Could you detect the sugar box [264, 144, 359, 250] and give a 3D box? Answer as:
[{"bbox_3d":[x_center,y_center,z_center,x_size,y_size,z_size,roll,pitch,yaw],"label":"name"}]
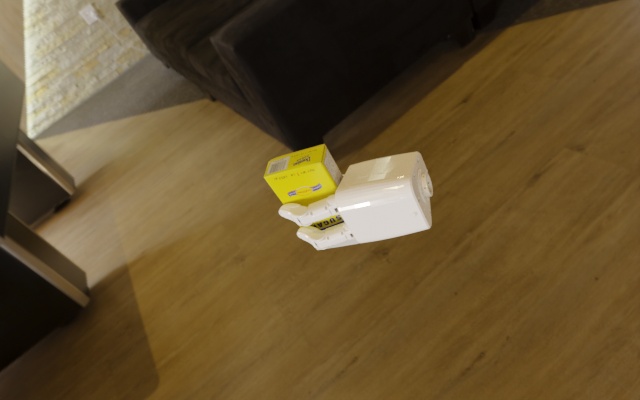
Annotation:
[{"bbox_3d":[0.000,0.003,0.711,0.093,0.048,0.176,-13,-49,24],"label":"sugar box"}]
